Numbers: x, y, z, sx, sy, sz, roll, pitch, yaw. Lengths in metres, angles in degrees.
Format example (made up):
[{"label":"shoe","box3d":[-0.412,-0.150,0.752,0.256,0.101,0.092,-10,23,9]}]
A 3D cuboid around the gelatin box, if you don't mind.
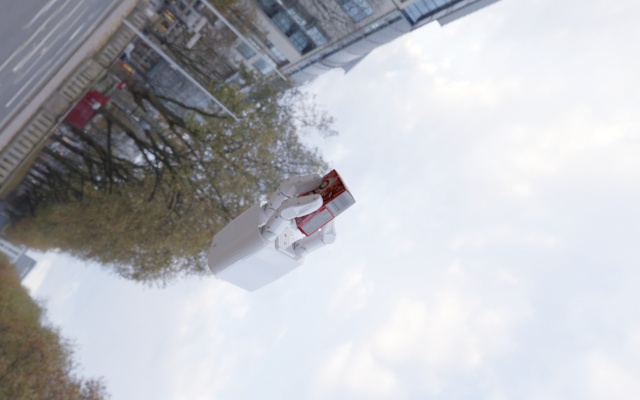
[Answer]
[{"label":"gelatin box","box3d":[0.001,0.002,0.693,0.089,0.030,0.073,-36,29,7]}]
